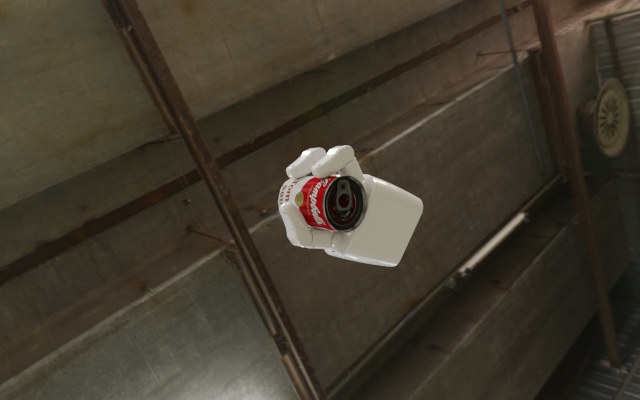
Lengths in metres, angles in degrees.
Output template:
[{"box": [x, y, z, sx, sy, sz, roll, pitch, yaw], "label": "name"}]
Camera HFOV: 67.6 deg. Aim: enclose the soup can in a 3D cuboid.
[{"box": [0.000, 0.002, 0.601, 0.068, 0.068, 0.102, 0, 2, -38], "label": "soup can"}]
